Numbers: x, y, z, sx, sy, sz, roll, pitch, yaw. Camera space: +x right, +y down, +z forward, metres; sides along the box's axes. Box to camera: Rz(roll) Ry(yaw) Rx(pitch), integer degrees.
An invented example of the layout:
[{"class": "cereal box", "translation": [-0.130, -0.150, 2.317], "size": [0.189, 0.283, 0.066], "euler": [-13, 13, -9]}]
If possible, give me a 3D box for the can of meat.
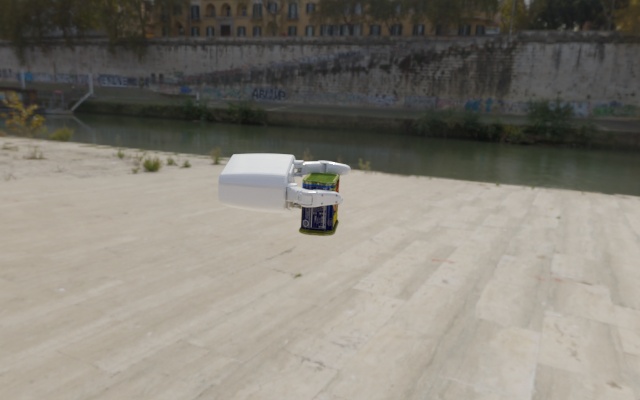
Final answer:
[{"class": "can of meat", "translation": [0.000, 0.002, 0.765], "size": [0.057, 0.084, 0.102], "euler": [4, 12, 7]}]
